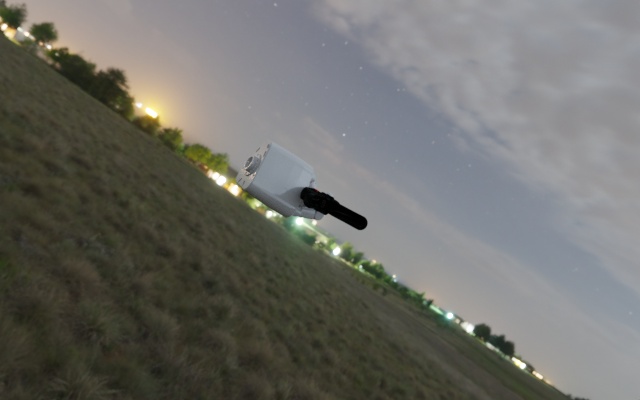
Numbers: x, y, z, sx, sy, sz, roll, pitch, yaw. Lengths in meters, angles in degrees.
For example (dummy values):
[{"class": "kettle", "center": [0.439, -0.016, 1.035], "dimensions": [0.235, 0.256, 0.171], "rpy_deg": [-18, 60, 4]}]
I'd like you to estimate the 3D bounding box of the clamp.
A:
[{"class": "clamp", "center": [0.000, 0.002, 0.853], "dimensions": [0.120, 0.039, 0.171], "rpy_deg": [30, -1, -28]}]
